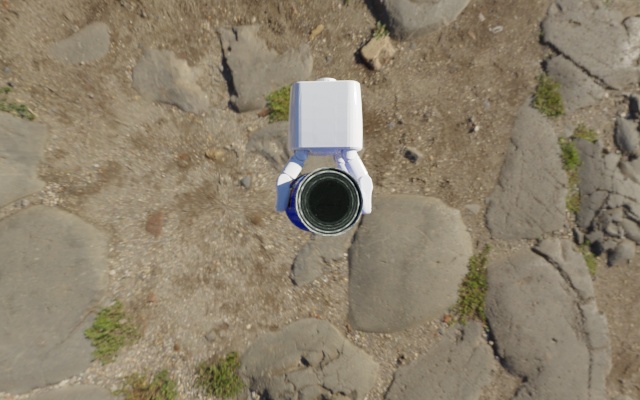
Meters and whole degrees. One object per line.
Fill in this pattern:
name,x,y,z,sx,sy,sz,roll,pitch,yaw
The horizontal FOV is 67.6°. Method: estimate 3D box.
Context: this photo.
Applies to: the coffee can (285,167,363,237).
coffee can,0.000,0.003,0.763,0.103,0.103,0.140,0,-1,-11
